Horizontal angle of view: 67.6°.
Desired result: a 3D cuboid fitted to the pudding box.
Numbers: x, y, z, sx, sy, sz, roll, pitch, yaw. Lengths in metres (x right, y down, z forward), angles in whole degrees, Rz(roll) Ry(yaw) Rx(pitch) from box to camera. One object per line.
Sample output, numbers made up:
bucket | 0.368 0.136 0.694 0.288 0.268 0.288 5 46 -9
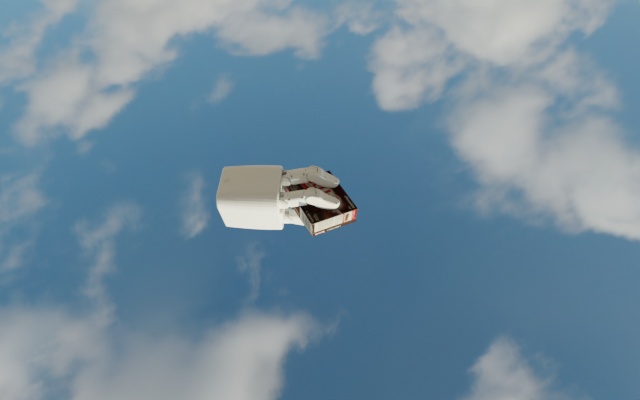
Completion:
pudding box | 0.000 0.003 0.845 0.090 0.039 0.113 -19 51 -19
